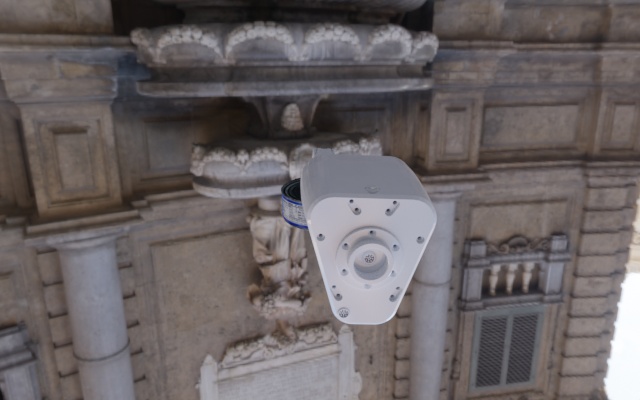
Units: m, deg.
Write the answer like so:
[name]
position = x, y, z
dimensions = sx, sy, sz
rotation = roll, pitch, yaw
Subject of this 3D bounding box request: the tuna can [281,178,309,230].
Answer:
[tuna can]
position = 0.000, 0.002, 0.524
dimensions = 0.086, 0.034, 0.086
rotation = 0, 22, 0
